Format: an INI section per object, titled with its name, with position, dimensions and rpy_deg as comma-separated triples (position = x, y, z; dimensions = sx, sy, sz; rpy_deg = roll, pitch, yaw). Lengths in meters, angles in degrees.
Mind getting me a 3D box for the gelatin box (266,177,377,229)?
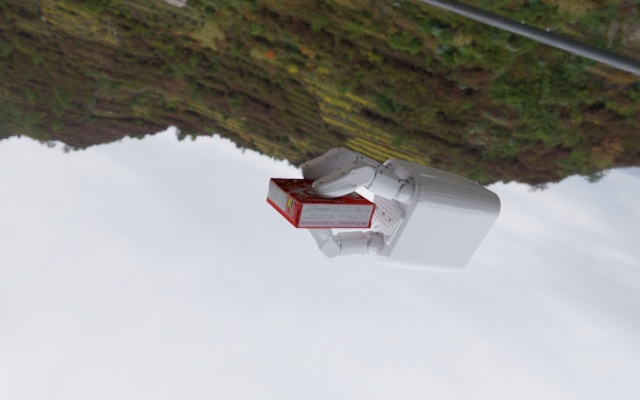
[gelatin box]
position = 0.000, 0.002, 0.485
dimensions = 0.089, 0.030, 0.073
rpy_deg = 1, 20, -30
